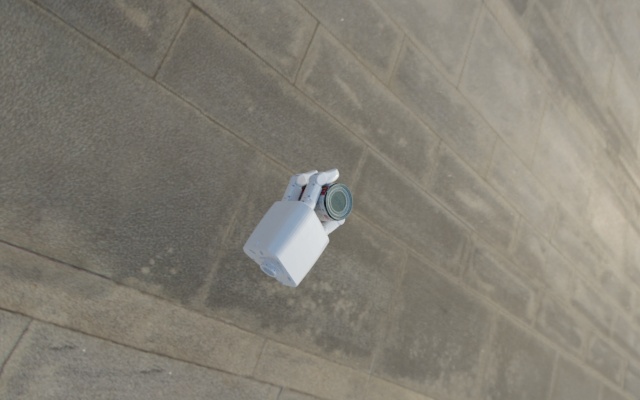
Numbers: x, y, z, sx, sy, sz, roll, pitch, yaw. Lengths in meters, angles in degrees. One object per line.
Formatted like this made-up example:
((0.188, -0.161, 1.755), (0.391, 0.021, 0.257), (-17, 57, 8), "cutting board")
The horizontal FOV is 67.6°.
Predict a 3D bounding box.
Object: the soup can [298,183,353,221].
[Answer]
((0.001, 0.003, 0.866), (0.068, 0.068, 0.102), (0, -1, -41), "soup can")
